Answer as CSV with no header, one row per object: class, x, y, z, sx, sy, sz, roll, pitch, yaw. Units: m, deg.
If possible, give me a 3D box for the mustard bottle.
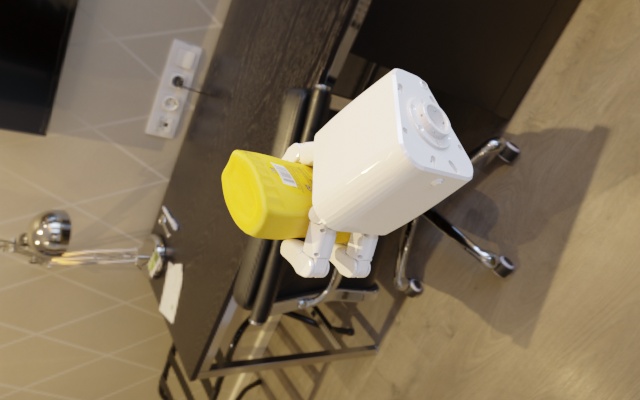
mustard bottle,0.000,0.002,0.493,0.191,0.058,0.096,8,33,-39
